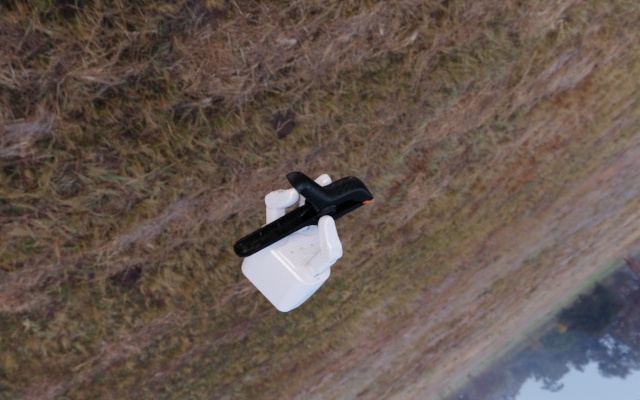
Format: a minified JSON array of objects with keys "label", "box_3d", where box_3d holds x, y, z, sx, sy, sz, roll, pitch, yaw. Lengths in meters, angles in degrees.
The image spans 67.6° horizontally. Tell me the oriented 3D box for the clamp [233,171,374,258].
[{"label":"clamp","box_3d":[0.001,0.003,0.625,0.210,0.036,0.165,-17,-23,-38]}]
